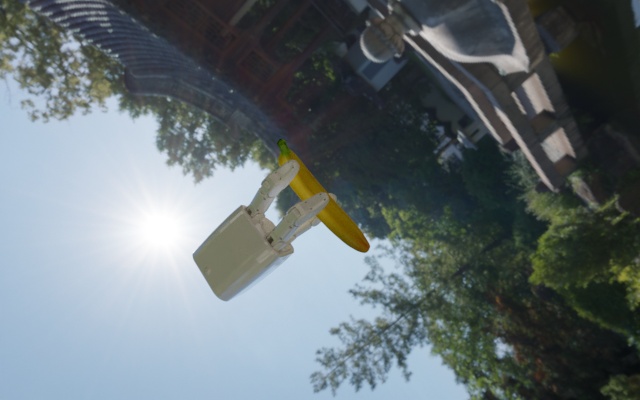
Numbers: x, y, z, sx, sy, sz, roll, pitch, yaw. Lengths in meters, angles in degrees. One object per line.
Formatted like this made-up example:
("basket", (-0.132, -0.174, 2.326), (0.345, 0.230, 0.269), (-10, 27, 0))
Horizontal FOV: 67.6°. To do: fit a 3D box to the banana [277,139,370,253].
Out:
("banana", (-0.002, 0.000, 0.689), (0.037, 0.198, 0.069), (-41, 0, -1))
